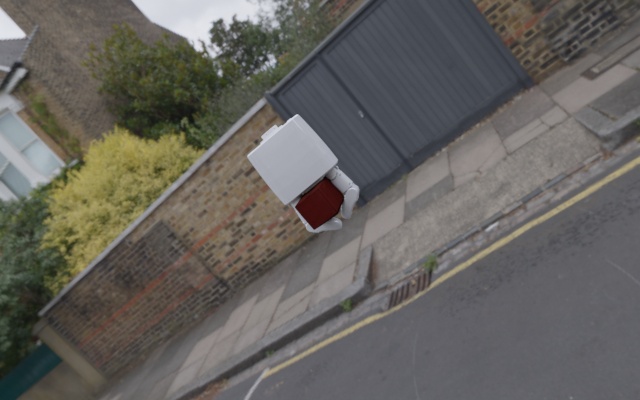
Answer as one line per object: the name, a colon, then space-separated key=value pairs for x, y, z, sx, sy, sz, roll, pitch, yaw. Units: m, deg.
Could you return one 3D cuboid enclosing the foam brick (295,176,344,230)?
foam brick: x=0.000 y=0.003 z=0.784 sx=0.053 sy=0.051 sz=0.078 roll=-36 pitch=9 yaw=21
